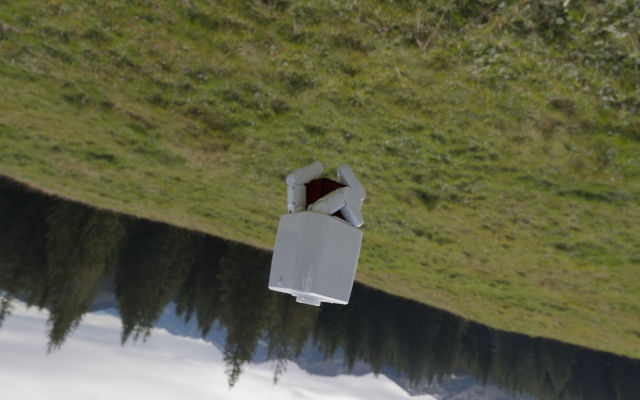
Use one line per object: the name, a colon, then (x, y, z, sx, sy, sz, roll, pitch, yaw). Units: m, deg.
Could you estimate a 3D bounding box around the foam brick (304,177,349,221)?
foam brick: (0.000, 0.002, 0.700, 0.053, 0.051, 0.078, 19, -16, -30)
